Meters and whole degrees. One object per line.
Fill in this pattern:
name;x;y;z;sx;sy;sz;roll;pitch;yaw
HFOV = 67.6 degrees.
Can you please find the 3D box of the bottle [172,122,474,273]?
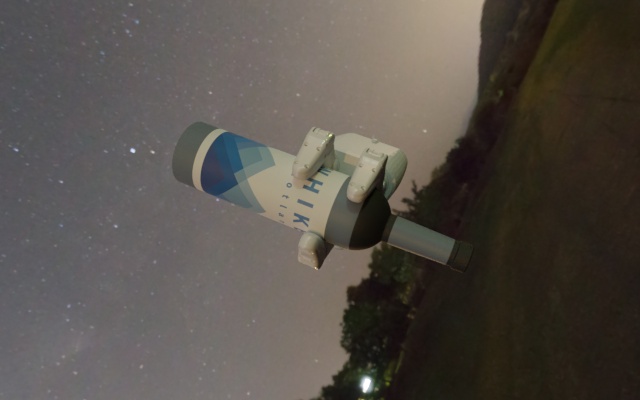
bottle;0.000;0.001;0.462;0.295;0.069;0.069;21;5;13
